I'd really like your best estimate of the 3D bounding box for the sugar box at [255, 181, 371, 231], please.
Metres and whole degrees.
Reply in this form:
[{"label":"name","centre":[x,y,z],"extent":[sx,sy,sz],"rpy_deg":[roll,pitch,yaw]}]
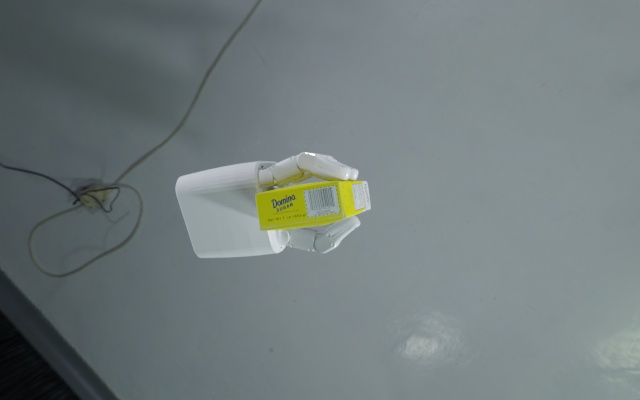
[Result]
[{"label":"sugar box","centre":[0.000,0.001,0.563],"extent":[0.093,0.048,0.176],"rpy_deg":[-8,3,14]}]
